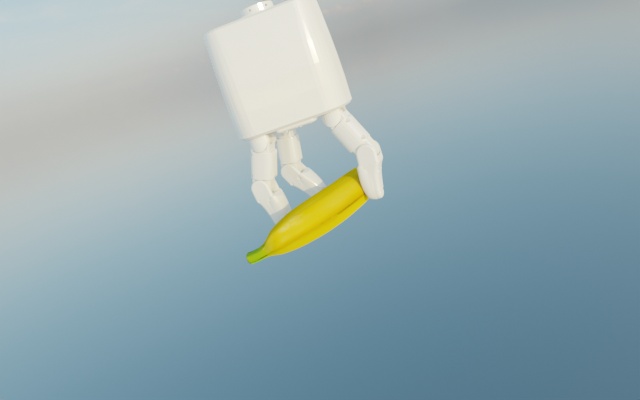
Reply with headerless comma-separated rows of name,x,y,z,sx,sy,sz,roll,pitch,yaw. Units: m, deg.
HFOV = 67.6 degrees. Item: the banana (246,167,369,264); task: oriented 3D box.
banana,0.010,0.002,0.494,0.197,0.037,0.069,-33,17,-37
